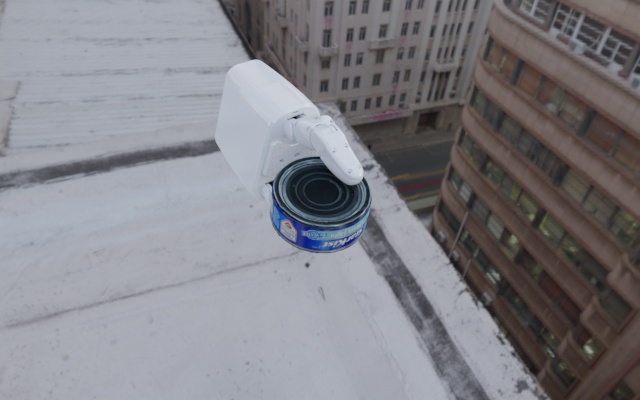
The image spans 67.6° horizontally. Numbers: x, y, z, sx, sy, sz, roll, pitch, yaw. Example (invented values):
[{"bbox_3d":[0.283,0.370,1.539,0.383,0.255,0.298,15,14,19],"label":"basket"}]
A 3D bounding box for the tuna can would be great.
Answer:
[{"bbox_3d":[0.000,0.001,0.409,0.086,0.086,0.034,0,-43,-8],"label":"tuna can"}]
